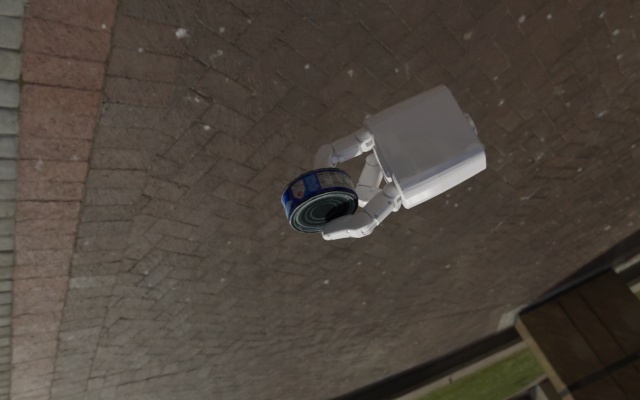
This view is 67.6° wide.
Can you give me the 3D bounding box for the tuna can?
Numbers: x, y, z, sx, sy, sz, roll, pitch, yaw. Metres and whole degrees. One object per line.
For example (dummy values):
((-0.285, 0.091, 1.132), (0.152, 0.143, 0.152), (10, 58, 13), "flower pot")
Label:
((0.000, 0.002, 0.551), (0.086, 0.033, 0.086), (-14, -32, -9), "tuna can")
